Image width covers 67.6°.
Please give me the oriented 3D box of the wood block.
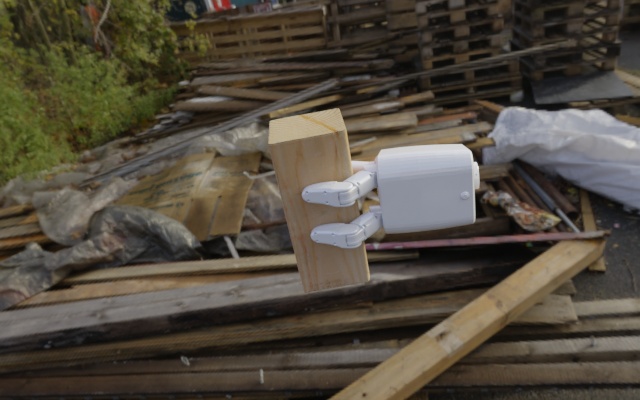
[{"bbox_3d":[0.000,0.002,0.603,0.090,0.206,0.090,-10,27,1],"label":"wood block"}]
